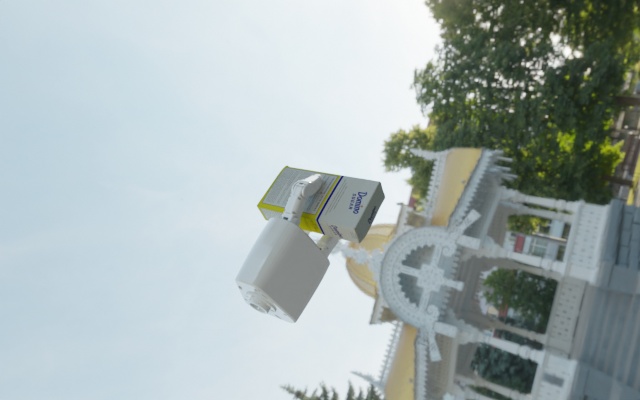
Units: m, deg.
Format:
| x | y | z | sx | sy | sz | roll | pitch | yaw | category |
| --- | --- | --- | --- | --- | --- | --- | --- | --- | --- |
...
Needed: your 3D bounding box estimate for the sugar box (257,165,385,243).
| x | y | z | sx | sy | sz | roll | pitch | yaw | category |
| --- | --- | --- | --- | --- | --- | --- | --- | --- | --- |
| 0.000 | 0.003 | 0.732 | 0.176 | 0.093 | 0.048 | 14 | -33 | 29 | sugar box |
